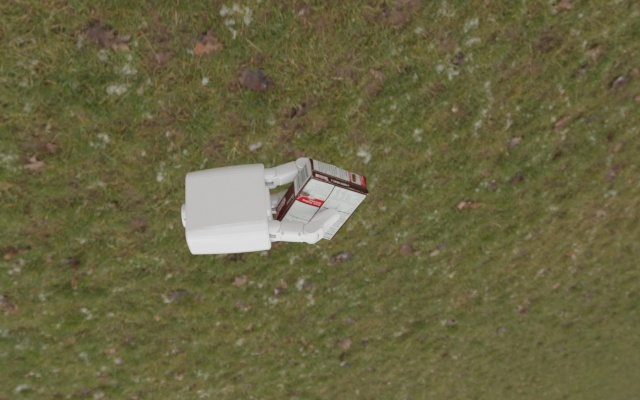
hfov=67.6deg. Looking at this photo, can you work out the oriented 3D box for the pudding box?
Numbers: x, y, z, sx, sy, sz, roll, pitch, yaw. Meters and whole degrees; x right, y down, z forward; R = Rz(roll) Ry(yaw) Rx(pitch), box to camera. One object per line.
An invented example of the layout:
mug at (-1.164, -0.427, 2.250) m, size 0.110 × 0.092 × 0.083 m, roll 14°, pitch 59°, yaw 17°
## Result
pudding box at (0.000, 0.002, 0.665) m, size 0.090 × 0.039 × 0.113 m, roll 16°, pitch -45°, yaw -23°
